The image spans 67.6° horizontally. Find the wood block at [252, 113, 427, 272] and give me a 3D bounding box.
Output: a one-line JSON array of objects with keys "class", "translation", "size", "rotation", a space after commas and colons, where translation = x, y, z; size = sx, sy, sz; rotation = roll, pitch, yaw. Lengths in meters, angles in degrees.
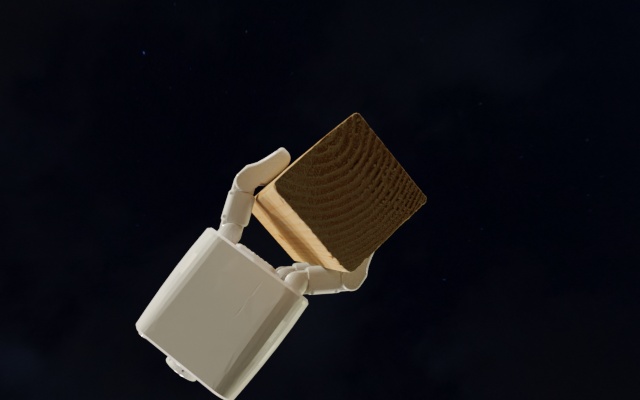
[{"class": "wood block", "translation": [0.000, 0.002, 0.456], "size": [0.090, 0.091, 0.206], "rotation": [-42, 6, -14]}]
